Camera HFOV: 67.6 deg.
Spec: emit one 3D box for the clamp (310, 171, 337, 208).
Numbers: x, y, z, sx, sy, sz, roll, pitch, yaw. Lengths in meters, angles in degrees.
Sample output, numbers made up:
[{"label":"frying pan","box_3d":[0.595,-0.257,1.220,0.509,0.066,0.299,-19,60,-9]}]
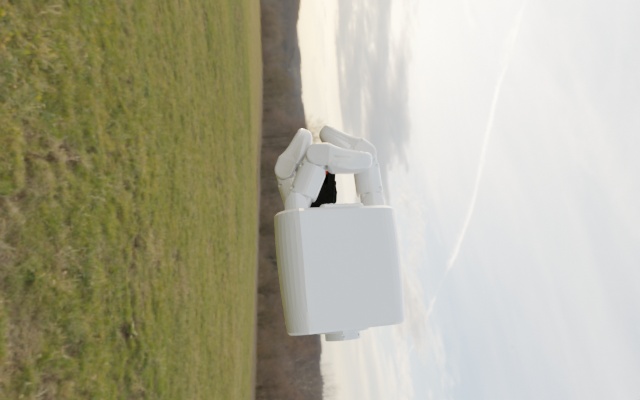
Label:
[{"label":"clamp","box_3d":[0.001,0.002,0.528,0.039,0.120,0.171,-6,-12,0]}]
